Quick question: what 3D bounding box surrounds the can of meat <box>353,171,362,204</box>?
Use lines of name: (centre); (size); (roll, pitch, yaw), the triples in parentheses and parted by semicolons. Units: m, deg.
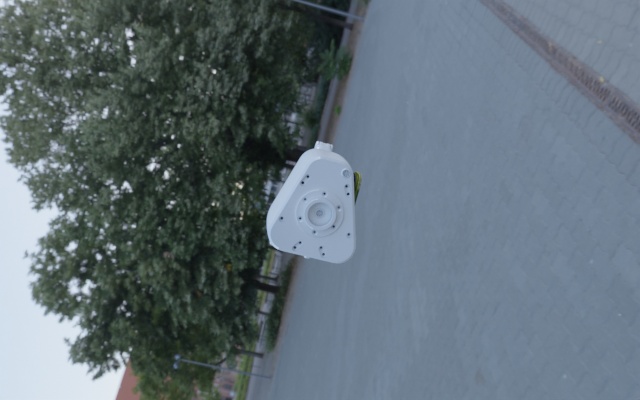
can of meat: (0.000, 0.002, 0.639); (0.084, 0.102, 0.057); (14, 12, -6)
